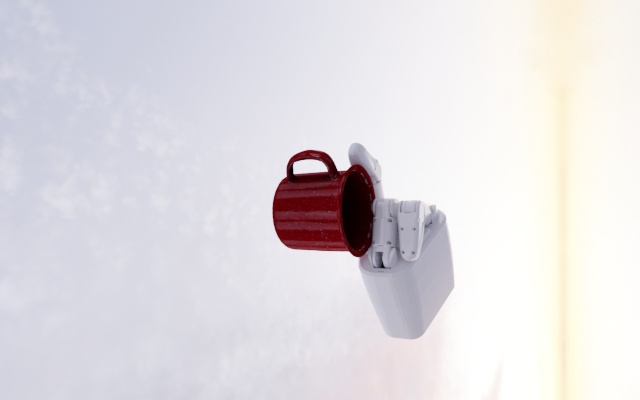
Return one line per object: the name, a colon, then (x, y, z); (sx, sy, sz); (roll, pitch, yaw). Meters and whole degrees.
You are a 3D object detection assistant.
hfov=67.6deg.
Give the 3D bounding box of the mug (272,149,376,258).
mug: (-0.001, 0.000, 0.487); (0.081, 0.117, 0.093); (-2, 36, 28)
